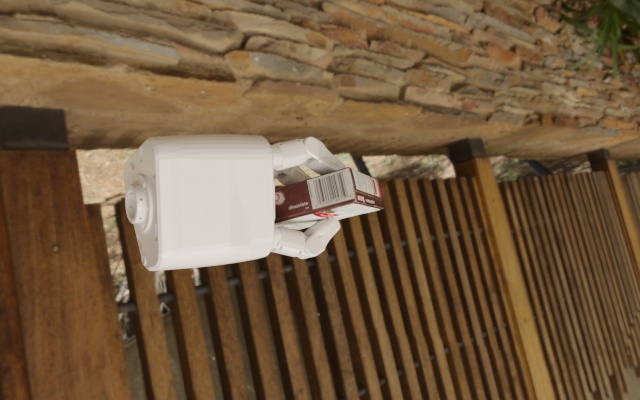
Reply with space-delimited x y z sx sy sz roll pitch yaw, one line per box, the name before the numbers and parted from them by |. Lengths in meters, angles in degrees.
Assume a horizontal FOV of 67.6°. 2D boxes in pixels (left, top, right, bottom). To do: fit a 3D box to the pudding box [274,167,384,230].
pudding box | 0.000 0.002 0.511 0.113 0.039 0.090 -14 -10 23
